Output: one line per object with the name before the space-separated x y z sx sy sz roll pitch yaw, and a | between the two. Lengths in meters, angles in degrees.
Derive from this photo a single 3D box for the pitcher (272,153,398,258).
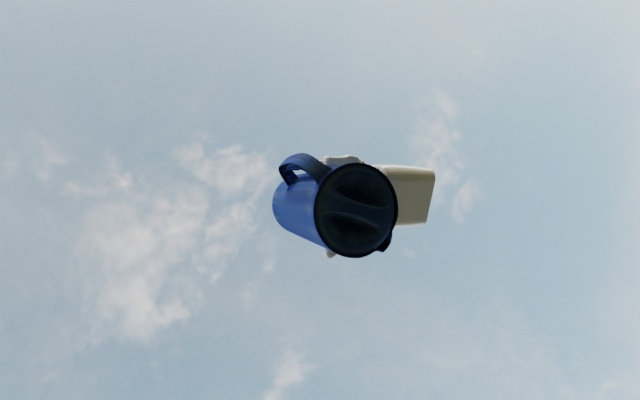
pitcher | 0.000 0.003 0.763 0.145 0.149 0.243 -3 3 -23
